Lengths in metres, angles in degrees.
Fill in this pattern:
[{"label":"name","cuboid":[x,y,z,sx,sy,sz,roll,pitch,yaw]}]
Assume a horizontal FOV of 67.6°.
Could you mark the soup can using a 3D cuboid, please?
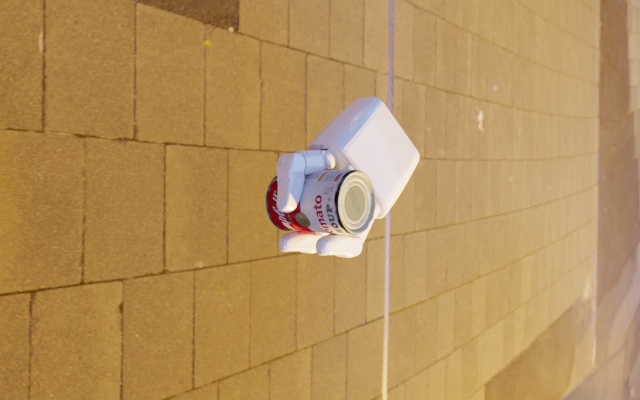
[{"label":"soup can","cuboid":[0.000,0.002,0.514,0.102,0.068,0.068,1,1,41]}]
